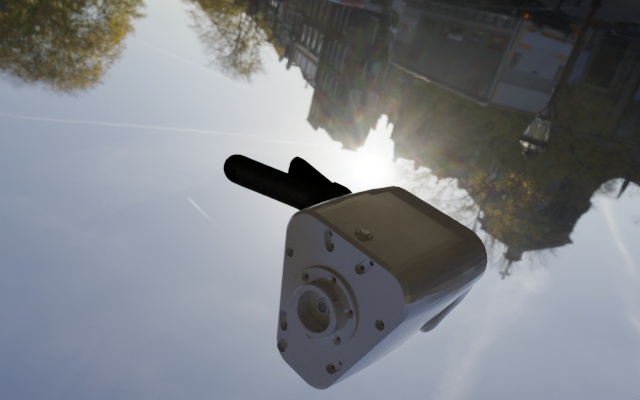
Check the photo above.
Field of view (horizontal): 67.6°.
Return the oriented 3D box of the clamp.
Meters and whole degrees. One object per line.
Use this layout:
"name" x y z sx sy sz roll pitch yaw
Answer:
"clamp" 0.000 0.002 0.415 0.171 0.039 0.120 31 23 32
